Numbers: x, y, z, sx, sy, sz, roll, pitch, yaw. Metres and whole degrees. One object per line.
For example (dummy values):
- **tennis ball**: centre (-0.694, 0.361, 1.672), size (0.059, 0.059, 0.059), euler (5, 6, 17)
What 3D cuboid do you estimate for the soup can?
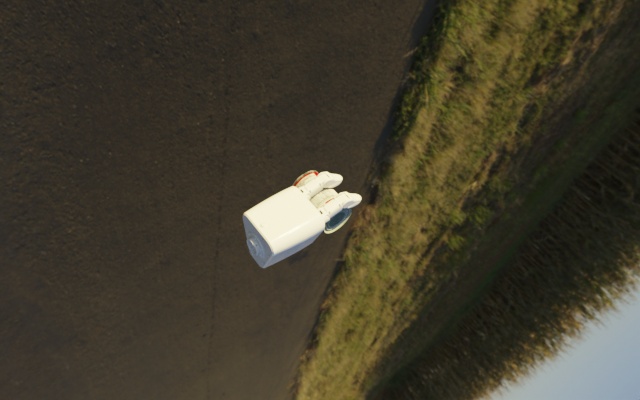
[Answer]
- **soup can**: centre (0.001, 0.003, 0.879), size (0.102, 0.068, 0.068), euler (47, 25, 25)
